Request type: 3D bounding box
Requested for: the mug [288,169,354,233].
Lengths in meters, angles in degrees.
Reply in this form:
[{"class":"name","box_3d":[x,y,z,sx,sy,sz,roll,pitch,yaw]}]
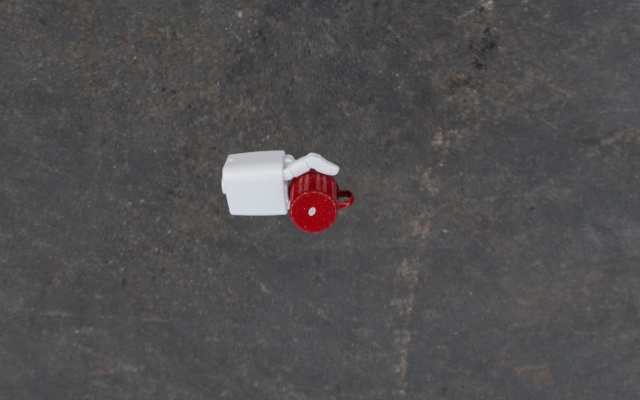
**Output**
[{"class":"mug","box_3d":[0.002,0.003,0.827,0.117,0.093,0.081,-4,26,1]}]
